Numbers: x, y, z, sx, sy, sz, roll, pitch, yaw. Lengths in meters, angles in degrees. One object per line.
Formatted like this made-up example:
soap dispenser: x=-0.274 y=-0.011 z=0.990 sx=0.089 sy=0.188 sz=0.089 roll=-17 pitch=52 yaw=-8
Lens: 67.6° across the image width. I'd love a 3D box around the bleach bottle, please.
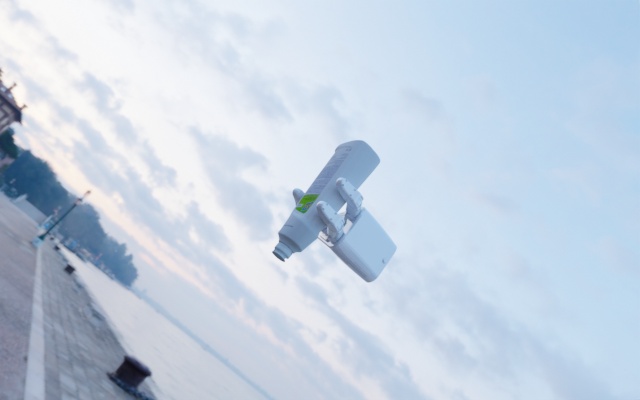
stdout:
bleach bottle: x=0.000 y=0.003 z=0.838 sx=0.068 sy=0.250 sz=0.102 roll=46 pitch=-23 yaw=-17
